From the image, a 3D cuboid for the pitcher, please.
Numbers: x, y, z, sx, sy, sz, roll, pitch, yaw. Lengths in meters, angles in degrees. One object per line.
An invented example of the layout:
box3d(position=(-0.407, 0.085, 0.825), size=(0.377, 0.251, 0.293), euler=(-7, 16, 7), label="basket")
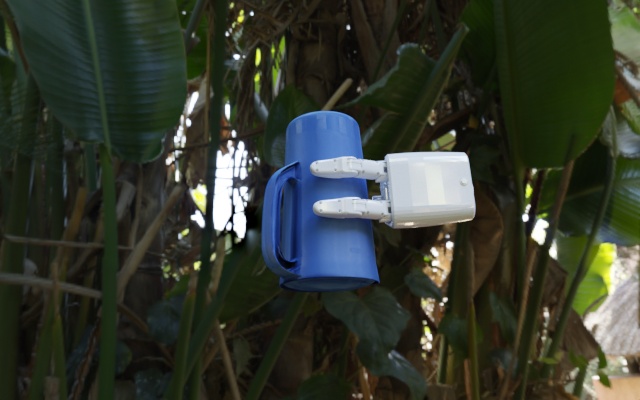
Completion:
box3d(position=(0.000, 0.002, 0.660), size=(0.145, 0.242, 0.149), euler=(-3, -18, 2), label="pitcher")
